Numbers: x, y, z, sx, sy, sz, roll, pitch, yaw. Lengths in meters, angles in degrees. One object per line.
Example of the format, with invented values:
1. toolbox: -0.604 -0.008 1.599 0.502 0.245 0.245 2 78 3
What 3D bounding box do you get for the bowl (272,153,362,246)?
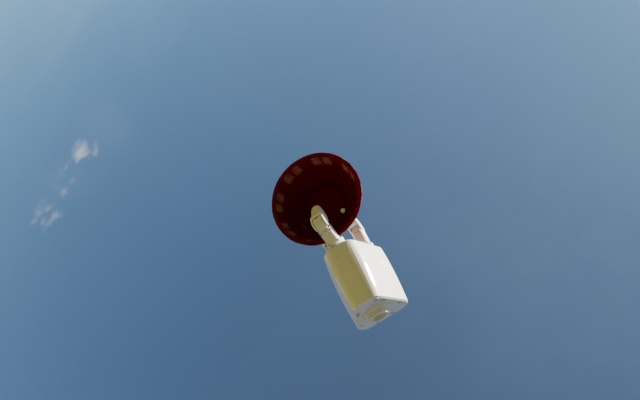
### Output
1. bowl: 0.000 0.002 0.817 0.162 0.162 0.055 0 -16 21
